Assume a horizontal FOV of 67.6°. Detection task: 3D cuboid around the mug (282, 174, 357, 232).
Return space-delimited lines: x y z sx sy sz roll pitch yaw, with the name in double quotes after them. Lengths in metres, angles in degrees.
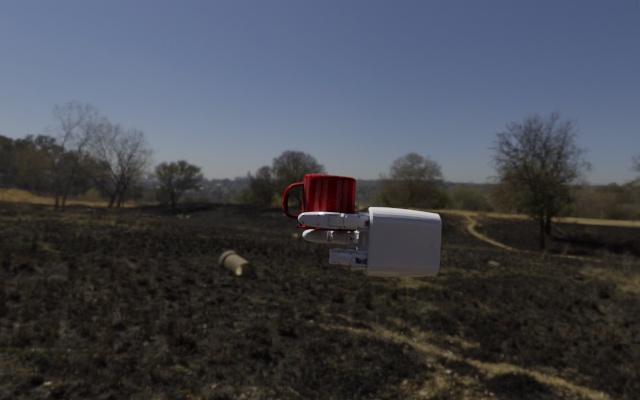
-0.001 0.002 0.731 0.117 0.081 0.093 4 0 -6 "mug"
